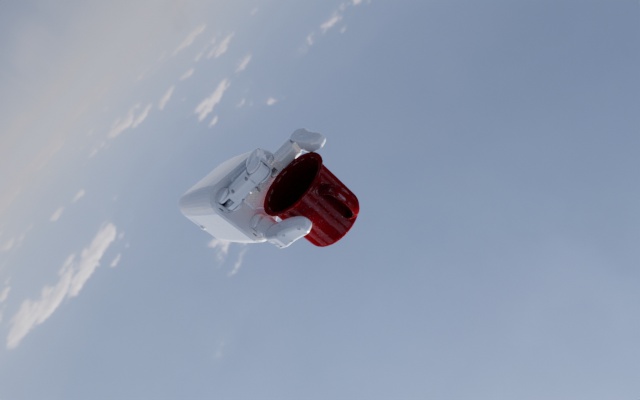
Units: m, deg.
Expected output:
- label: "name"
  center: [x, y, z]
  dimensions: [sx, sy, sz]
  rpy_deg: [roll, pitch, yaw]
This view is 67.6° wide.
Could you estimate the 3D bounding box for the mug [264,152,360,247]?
- label: "mug"
  center: [0.001, 0.002, 0.566]
  dimensions: [0.081, 0.093, 0.117]
  rpy_deg: [41, -27, -29]
